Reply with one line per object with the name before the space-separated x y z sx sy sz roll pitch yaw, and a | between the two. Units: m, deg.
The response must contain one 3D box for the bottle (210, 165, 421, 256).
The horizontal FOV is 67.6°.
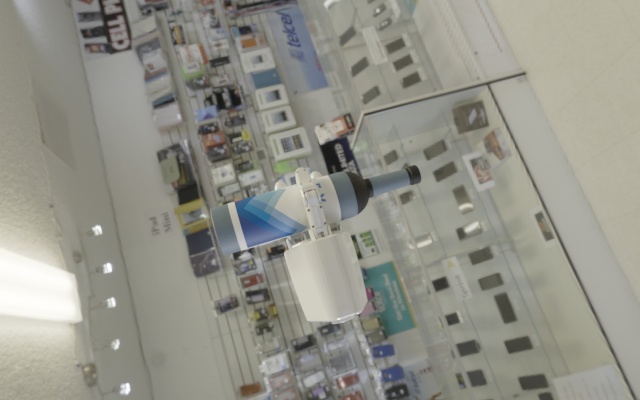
bottle | 0.000 0.002 0.667 0.295 0.069 0.069 -16 2 -9
